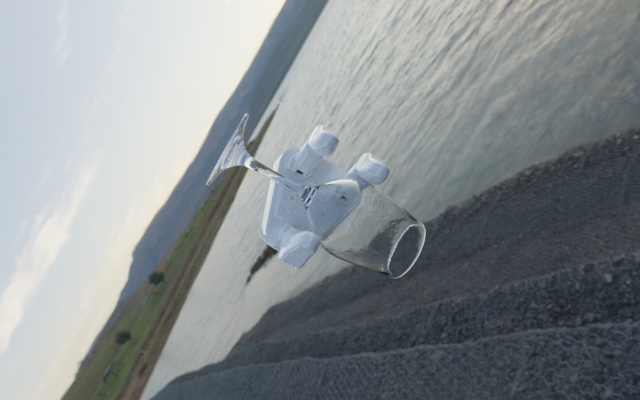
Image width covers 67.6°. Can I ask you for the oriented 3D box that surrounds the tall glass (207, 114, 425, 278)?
[{"bbox_3d":[-0.001,0.001,0.452,0.201,0.079,0.079,29,-6,-11],"label":"tall glass"}]
